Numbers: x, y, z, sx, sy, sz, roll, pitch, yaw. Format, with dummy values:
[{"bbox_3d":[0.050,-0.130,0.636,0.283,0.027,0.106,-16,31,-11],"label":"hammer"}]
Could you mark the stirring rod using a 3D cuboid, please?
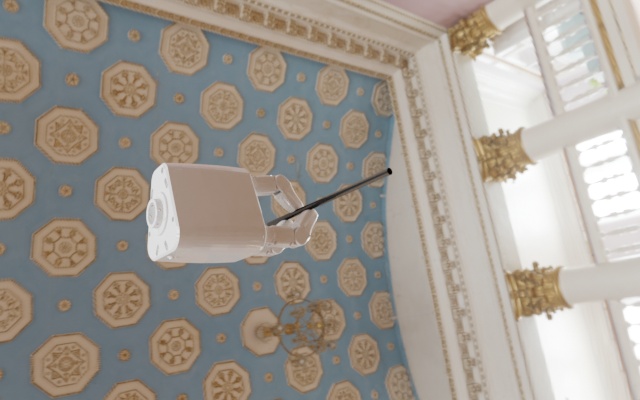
[{"bbox_3d":[0.000,0.002,0.595,0.011,0.011,0.239,0,-16,-39],"label":"stirring rod"}]
